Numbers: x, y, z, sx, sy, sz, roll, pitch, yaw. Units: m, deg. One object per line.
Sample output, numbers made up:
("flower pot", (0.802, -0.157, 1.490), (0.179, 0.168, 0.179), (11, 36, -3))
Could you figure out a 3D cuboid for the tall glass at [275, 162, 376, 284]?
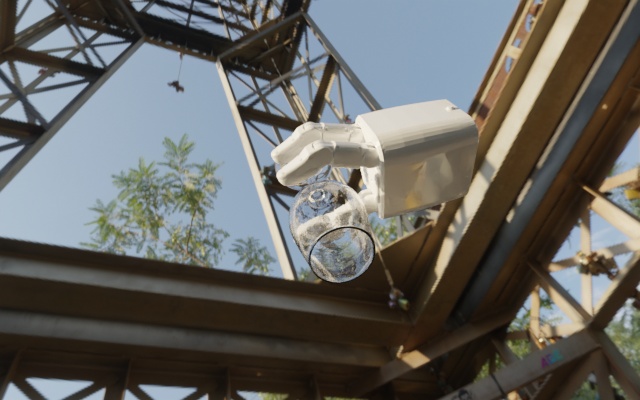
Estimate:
("tall glass", (0.000, 0.001, 0.507), (0.079, 0.079, 0.201), (0, 29, -13))
